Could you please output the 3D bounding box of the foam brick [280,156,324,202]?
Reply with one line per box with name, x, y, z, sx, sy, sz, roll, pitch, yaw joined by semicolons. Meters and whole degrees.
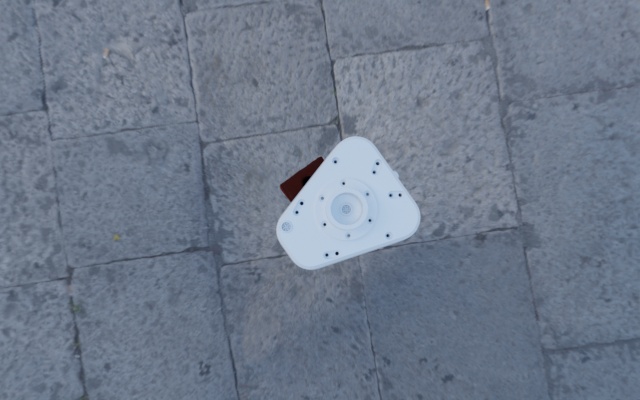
foam brick;0.000;0.001;0.499;0.053;0.078;0.051;-36;-3;-4
